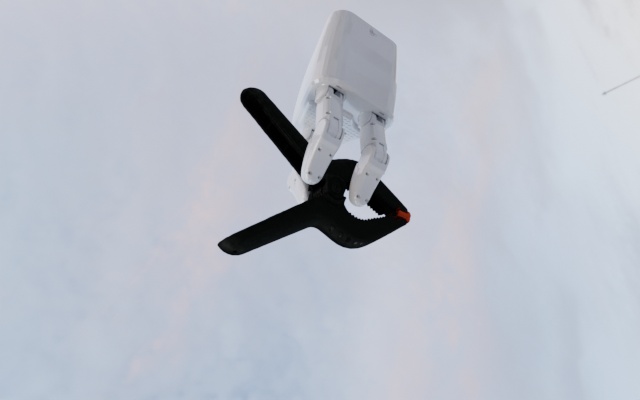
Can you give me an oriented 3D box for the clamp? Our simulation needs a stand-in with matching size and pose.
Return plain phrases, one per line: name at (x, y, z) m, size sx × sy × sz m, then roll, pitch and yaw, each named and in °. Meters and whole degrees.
clamp at (0.000, 0.002, 0.461) m, size 0.210 × 0.164 × 0.036 m, roll 26°, pitch -32°, yaw -26°
